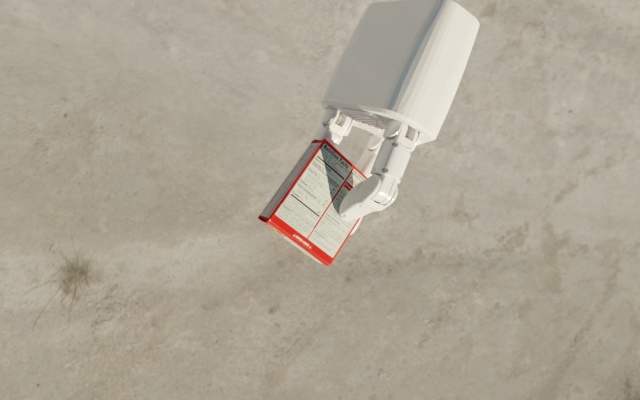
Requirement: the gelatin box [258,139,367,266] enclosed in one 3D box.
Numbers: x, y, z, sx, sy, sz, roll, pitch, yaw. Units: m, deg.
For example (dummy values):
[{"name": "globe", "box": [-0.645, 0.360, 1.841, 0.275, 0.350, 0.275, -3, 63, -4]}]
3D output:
[{"name": "gelatin box", "box": [0.000, 0.002, 0.426, 0.073, 0.089, 0.030, 39, -14, -24]}]
